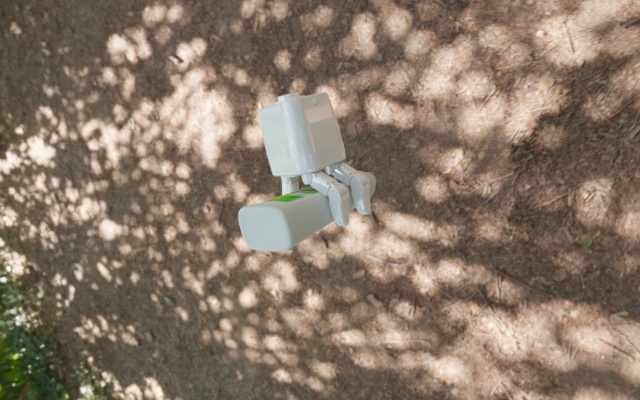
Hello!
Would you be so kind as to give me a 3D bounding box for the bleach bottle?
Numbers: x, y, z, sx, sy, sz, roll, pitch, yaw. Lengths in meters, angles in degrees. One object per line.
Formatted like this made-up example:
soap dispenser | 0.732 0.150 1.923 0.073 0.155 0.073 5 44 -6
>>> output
bleach bottle | 0.000 0.002 0.737 0.102 0.068 0.250 -3 16 41
